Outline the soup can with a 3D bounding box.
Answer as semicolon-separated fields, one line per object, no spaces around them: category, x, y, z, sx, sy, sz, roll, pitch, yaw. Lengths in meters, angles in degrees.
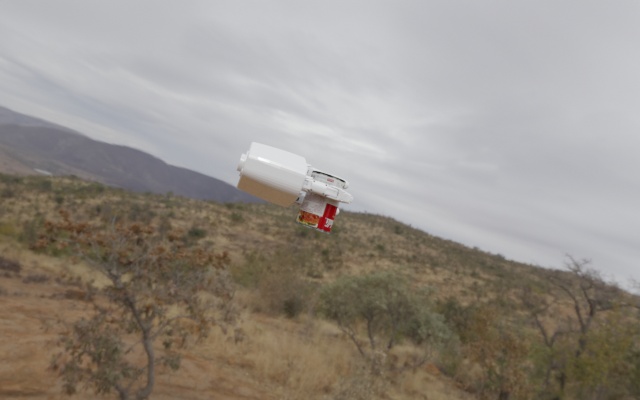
soup can;0.001;0.003;0.881;0.068;0.102;0.068;19;-2;1
